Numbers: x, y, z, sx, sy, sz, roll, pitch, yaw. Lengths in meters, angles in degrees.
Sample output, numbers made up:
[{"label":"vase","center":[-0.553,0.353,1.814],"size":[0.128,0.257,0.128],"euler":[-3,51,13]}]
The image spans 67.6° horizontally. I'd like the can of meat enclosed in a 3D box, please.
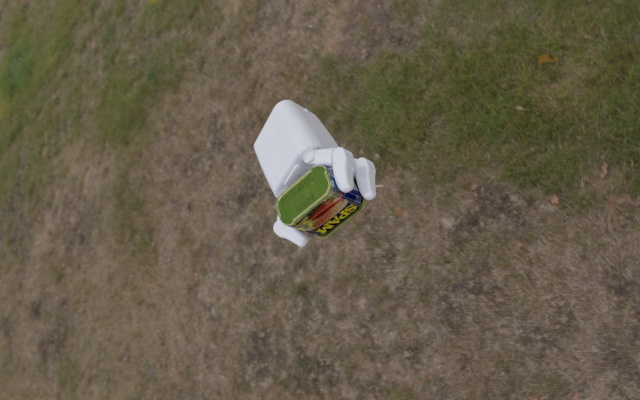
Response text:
[{"label":"can of meat","center":[0.000,0.002,0.668],"size":[0.102,0.057,0.084],"euler":[-39,-34,23]}]
